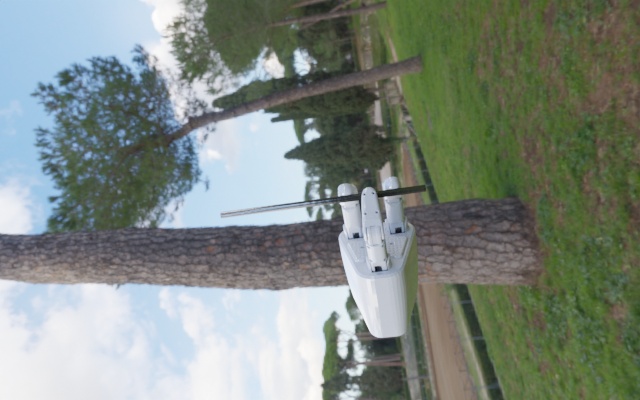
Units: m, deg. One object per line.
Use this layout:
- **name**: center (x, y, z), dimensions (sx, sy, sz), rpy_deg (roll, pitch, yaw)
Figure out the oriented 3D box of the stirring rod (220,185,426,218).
- **stirring rod**: center (0.000, 0.002, 0.553), dimensions (0.239, 0.011, 0.011), rpy_deg (-8, -1, 8)
